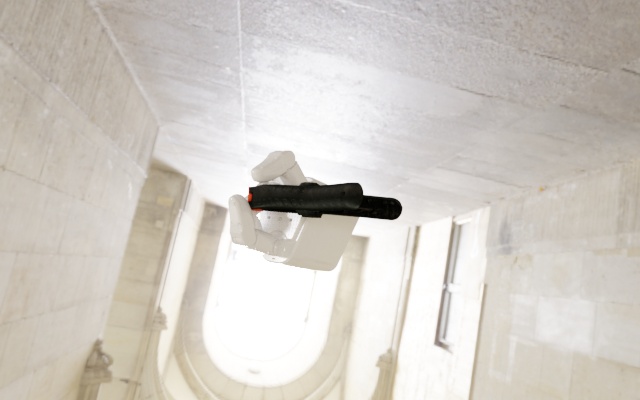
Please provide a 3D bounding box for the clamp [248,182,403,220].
[{"bbox_3d":[0.000,0.002,0.513,0.171,0.039,0.120,4,-12,38],"label":"clamp"}]
